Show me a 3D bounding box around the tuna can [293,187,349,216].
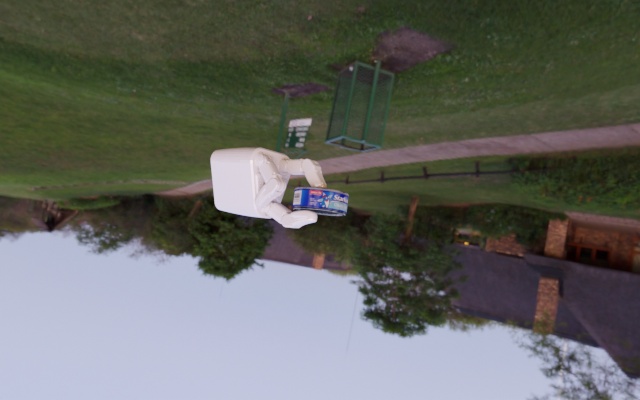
[{"bbox_3d":[0.000,0.003,0.745,0.086,0.033,0.086,7,-7,1],"label":"tuna can"}]
